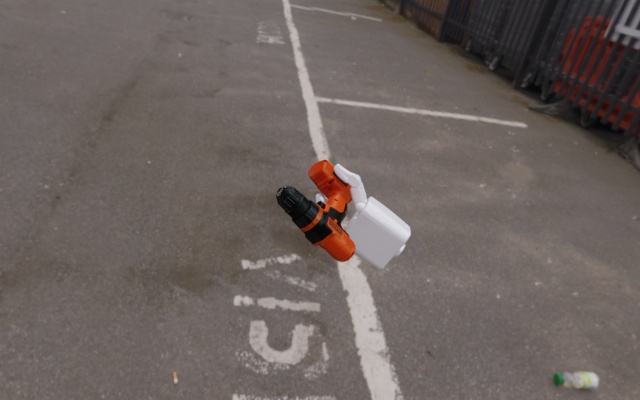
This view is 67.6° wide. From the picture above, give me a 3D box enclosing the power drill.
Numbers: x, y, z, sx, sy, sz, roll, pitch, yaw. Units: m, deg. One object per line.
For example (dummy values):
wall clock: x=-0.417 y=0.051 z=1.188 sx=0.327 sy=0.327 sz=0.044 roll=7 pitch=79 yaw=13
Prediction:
power drill: x=0.000 y=0.003 z=0.898 sx=0.057 sy=0.184 sz=0.187 roll=-31 pitch=25 yaw=29
